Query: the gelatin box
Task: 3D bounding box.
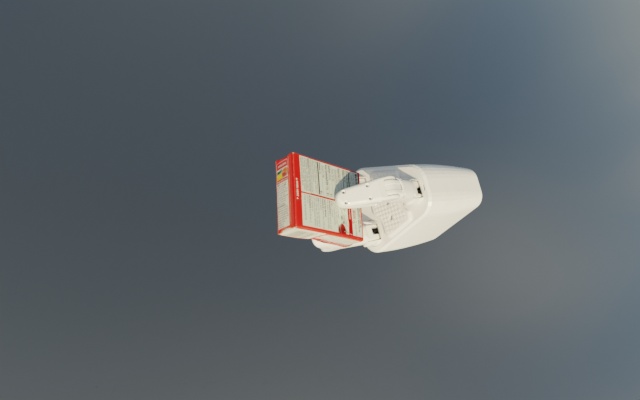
[{"bbox_3d":[0.000,0.001,0.456,0.089,0.073,0.030,14,-27,-40],"label":"gelatin box"}]
